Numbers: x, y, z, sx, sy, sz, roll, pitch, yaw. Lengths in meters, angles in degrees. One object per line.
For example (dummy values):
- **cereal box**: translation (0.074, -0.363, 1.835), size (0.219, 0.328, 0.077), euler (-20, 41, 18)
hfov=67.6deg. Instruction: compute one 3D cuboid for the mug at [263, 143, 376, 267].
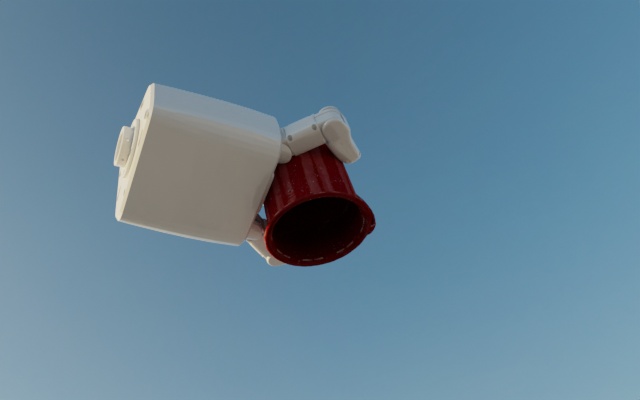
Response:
- **mug**: translation (0.001, 0.002, 0.437), size (0.117, 0.081, 0.093), euler (12, -51, -29)
